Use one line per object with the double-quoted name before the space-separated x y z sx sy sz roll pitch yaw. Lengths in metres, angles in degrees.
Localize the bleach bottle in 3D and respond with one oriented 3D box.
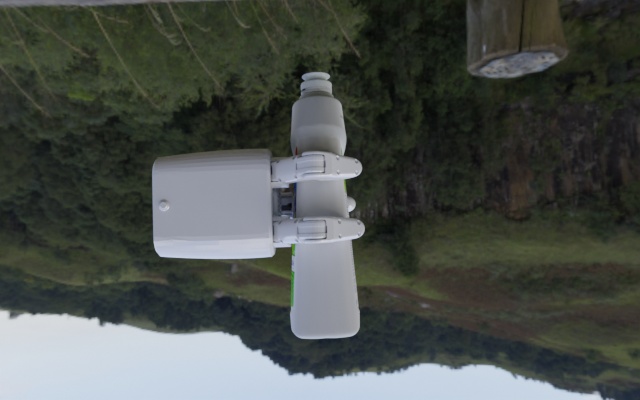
"bleach bottle" 0.000 0.002 0.477 0.068 0.251 0.102 -2 -4 -1
